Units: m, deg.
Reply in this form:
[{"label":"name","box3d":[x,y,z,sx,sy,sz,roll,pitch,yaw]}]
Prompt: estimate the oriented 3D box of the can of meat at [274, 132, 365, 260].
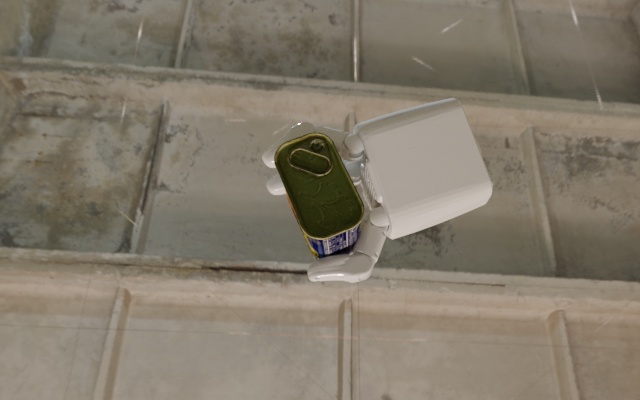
[{"label":"can of meat","box3d":[0.000,0.002,0.454,0.057,0.102,0.084,-22,-24,-6]}]
